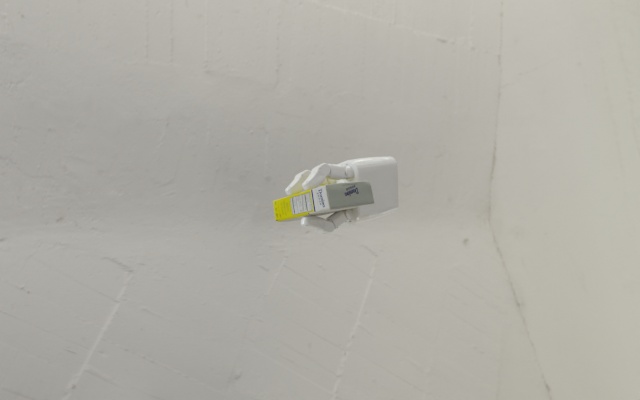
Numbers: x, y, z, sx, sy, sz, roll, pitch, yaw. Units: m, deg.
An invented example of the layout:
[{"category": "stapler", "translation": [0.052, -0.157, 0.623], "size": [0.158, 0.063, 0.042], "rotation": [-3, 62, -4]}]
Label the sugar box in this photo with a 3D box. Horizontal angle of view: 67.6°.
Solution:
[{"category": "sugar box", "translation": [0.000, 0.002, 0.821], "size": [0.093, 0.048, 0.176], "rotation": [-7, -7, -35]}]
